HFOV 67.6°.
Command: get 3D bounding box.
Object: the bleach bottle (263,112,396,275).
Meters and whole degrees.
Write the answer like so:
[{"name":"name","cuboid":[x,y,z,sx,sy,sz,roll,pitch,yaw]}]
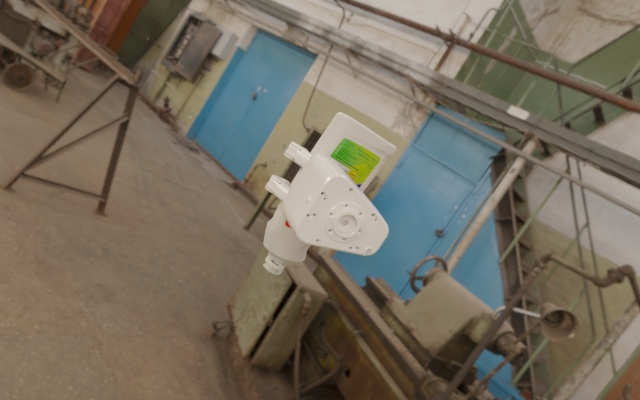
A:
[{"name":"bleach bottle","cuboid":[0.000,0.002,0.699,0.102,0.251,0.068,30,8,-19]}]
